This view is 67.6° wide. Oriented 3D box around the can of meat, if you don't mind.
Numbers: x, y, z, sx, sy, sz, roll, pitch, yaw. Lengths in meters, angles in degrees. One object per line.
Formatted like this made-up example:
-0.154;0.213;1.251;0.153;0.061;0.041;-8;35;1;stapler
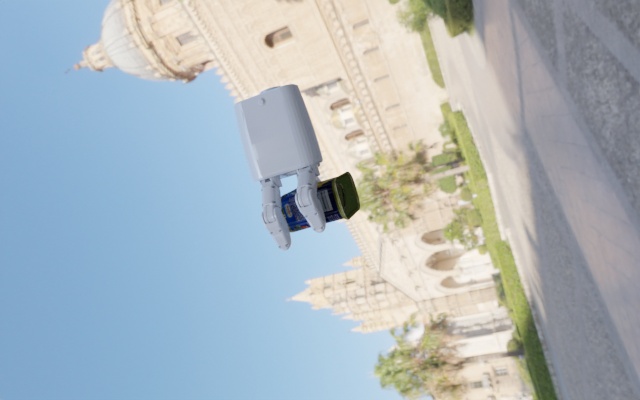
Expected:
0.000;0.002;0.652;0.084;0.057;0.102;-15;6;18;can of meat
